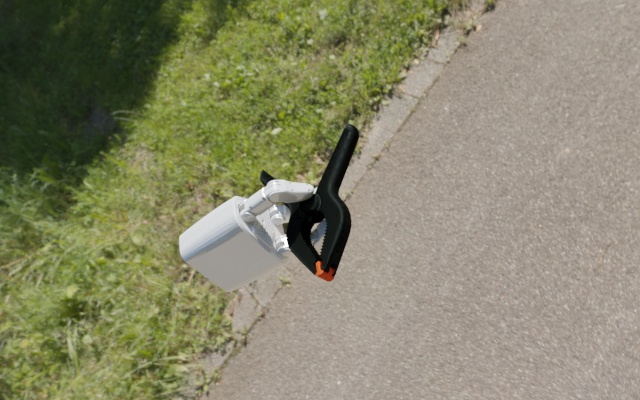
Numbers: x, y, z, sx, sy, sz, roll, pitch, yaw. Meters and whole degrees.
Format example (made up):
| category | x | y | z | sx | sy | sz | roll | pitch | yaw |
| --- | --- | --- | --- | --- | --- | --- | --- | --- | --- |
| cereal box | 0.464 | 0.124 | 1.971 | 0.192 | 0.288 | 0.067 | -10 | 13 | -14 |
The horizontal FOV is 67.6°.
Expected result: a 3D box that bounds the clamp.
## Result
| category | x | y | z | sx | sy | sz | roll | pitch | yaw |
| --- | --- | --- | --- | --- | --- | --- | --- | --- | --- |
| clamp | 0.000 | 0.002 | 0.628 | 0.164 | 0.209 | 0.036 | -32 | -39 | 20 |
